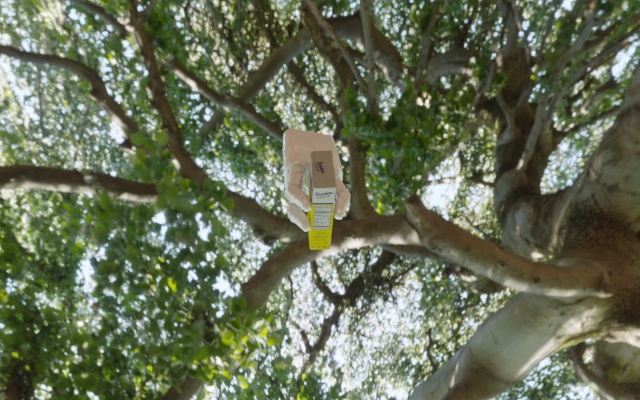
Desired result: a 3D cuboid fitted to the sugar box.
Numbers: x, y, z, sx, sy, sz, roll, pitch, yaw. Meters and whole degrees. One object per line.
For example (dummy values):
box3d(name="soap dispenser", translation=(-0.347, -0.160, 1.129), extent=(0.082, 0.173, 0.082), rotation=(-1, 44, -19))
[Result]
box3d(name="sugar box", translation=(0.000, 0.003, 0.880), extent=(0.048, 0.093, 0.176), rotation=(-3, -42, -3))
